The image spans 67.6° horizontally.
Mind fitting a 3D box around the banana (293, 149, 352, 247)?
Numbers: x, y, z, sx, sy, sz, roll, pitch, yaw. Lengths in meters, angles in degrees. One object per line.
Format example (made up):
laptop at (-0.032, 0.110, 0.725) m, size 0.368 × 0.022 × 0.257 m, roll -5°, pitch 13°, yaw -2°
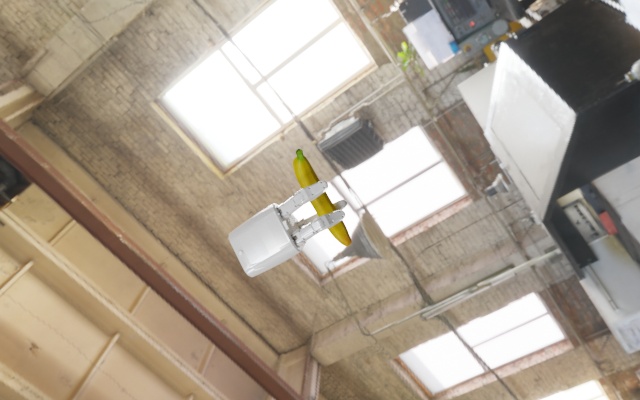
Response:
banana at (-0.003, -0.004, 0.871) m, size 0.037 × 0.198 × 0.069 m, roll -30°, pitch 12°, yaw 2°
